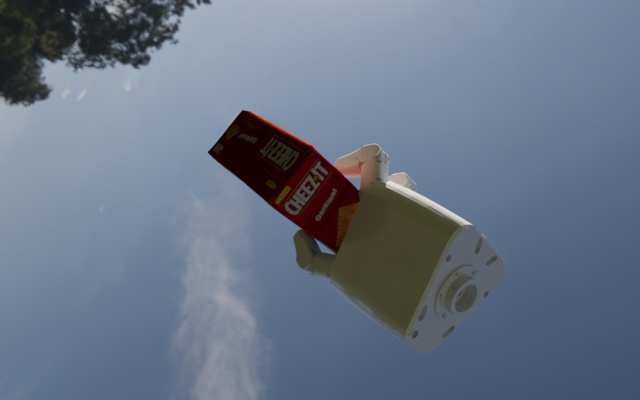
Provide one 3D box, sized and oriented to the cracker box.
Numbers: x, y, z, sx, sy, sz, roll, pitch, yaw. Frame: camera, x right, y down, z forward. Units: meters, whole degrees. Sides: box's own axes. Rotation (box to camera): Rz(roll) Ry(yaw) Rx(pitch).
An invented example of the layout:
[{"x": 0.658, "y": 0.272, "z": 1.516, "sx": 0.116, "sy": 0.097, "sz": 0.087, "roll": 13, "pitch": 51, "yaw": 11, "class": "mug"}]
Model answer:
[{"x": 0.000, "y": 0.002, "z": 0.529, "sx": 0.214, "sy": 0.072, "sz": 0.164, "roll": 40, "pitch": -3, "yaw": -38, "class": "cracker box"}]
